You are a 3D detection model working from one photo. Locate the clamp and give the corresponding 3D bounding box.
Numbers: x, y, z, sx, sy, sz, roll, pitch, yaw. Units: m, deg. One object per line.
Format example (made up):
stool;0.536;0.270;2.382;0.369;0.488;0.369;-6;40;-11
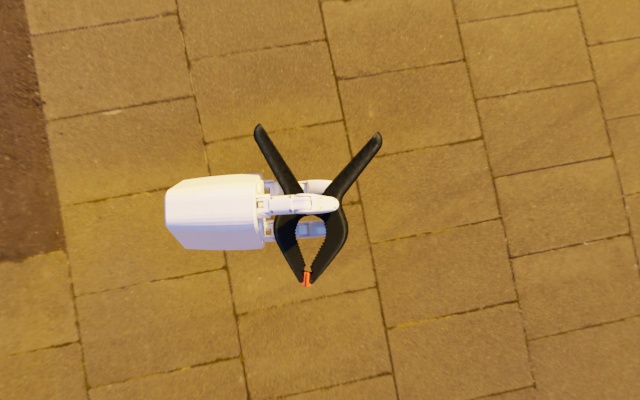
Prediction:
clamp;0.000;0.002;0.603;0.164;0.210;0.036;-3;-5;2
